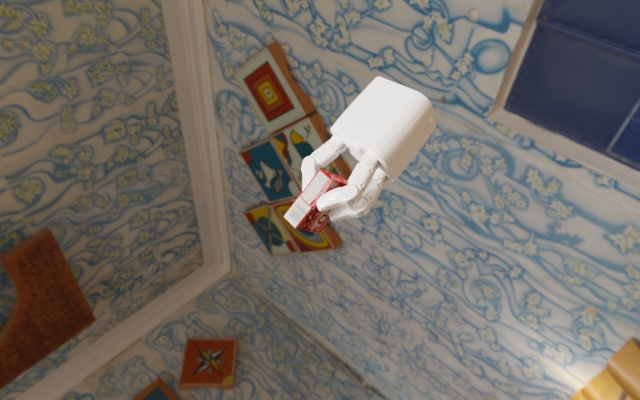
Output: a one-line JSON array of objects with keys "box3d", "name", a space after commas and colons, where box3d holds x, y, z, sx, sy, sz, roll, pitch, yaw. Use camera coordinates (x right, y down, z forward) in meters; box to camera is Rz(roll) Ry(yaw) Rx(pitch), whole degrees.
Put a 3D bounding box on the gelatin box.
[{"box3d": [0.000, 0.002, 0.678, 0.030, 0.089, 0.073, 44, 12, 26], "name": "gelatin box"}]
